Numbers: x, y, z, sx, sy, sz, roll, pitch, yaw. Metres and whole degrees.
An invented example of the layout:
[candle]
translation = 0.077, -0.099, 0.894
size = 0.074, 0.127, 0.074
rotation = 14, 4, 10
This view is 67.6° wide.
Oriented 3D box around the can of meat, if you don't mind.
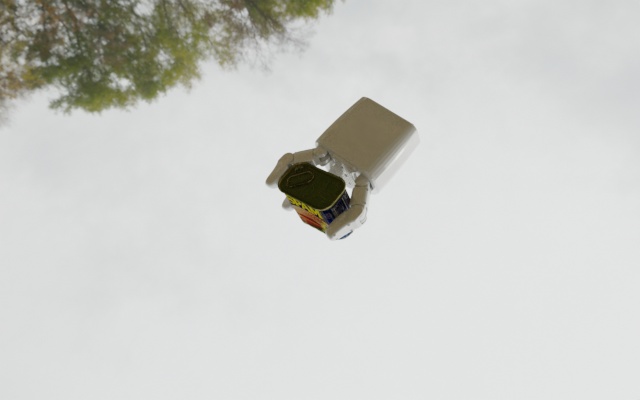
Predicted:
[can of meat]
translation = 0.000, 0.002, 0.675
size = 0.102, 0.057, 0.084
rotation = 26, -22, 37
